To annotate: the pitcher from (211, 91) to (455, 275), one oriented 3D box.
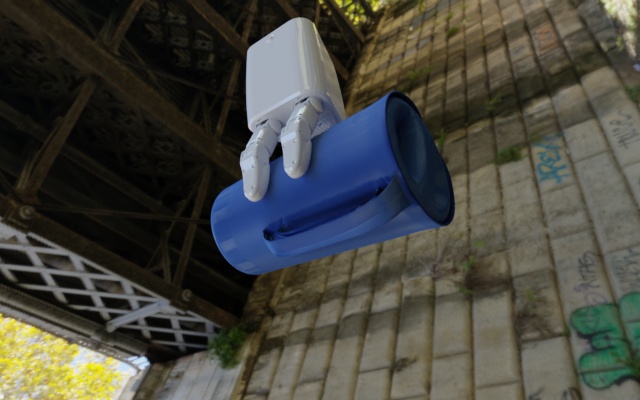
[{"bbox_3d":[0.000,0.001,0.489,0.243,0.145,0.149,-23,-28,30],"label":"pitcher"}]
